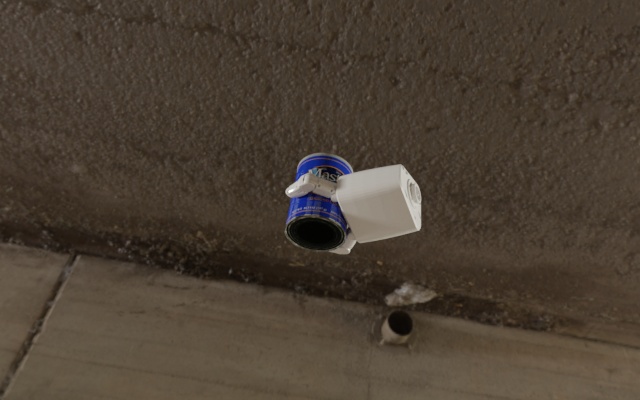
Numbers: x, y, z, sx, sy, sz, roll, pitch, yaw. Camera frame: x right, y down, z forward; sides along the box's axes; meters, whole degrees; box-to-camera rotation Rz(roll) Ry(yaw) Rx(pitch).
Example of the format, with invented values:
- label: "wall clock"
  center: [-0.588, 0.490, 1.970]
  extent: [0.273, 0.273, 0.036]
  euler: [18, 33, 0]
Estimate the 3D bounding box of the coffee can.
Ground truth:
- label: "coffee can"
  center: [0.000, 0.003, 0.824]
  extent: [0.103, 0.140, 0.103]
  euler: [6, -39, 5]
